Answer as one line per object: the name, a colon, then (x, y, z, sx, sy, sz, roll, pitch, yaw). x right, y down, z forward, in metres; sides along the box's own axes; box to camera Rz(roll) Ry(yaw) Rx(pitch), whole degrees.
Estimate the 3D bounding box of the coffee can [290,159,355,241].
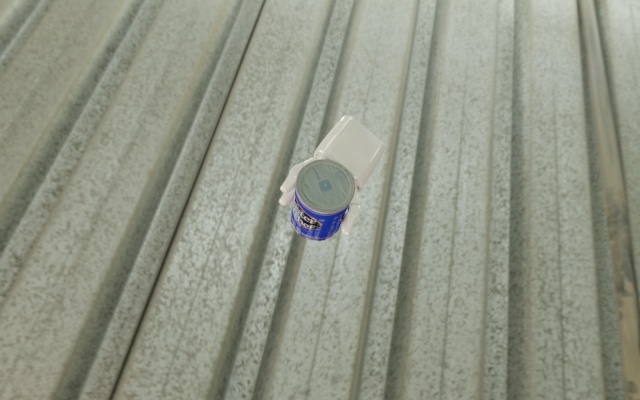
coffee can: (0.000, 0.003, 0.875, 0.103, 0.102, 0.140, 0, -25, -8)
